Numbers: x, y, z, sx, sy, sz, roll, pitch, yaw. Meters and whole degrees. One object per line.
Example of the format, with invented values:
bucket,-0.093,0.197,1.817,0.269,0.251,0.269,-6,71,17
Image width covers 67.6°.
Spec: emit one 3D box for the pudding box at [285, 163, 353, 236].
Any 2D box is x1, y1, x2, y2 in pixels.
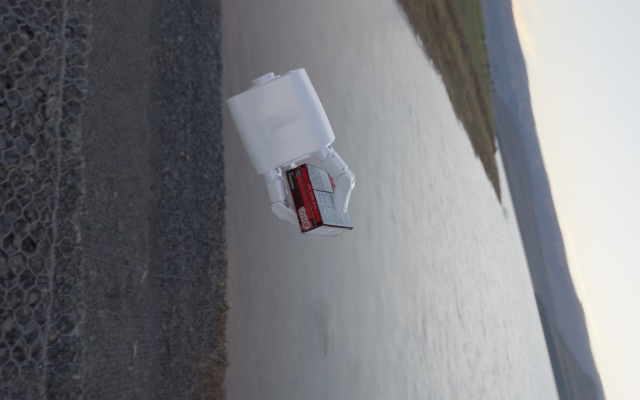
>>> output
pudding box,0.000,0.002,0.674,0.039,0.090,0.113,-21,-14,23
